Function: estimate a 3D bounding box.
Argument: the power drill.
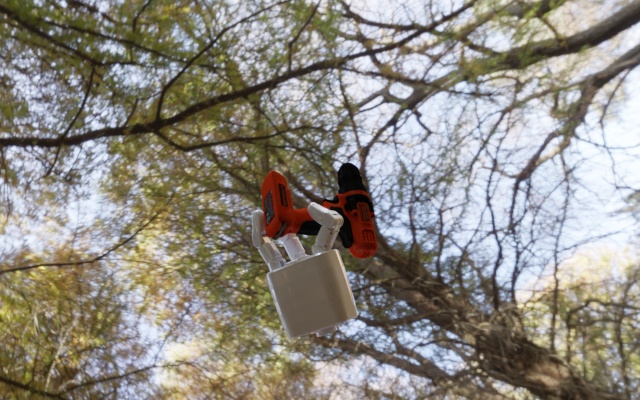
[{"bbox_3d":[0.000,0.003,0.785,0.187,0.184,0.057,7,-38,-24],"label":"power drill"}]
